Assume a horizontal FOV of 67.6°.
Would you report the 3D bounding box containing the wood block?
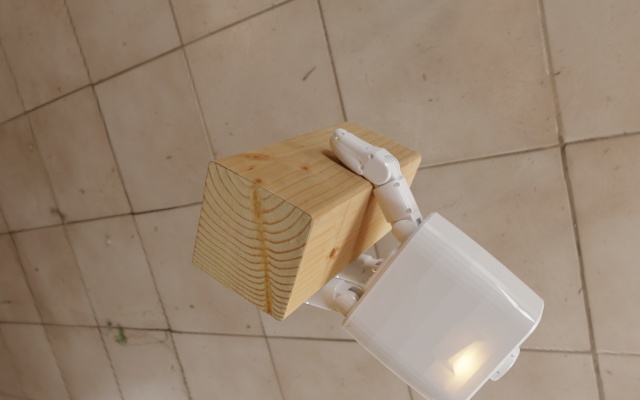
[{"bbox_3d":[0.000,0.001,0.414,0.090,0.091,0.206,28,28,21],"label":"wood block"}]
